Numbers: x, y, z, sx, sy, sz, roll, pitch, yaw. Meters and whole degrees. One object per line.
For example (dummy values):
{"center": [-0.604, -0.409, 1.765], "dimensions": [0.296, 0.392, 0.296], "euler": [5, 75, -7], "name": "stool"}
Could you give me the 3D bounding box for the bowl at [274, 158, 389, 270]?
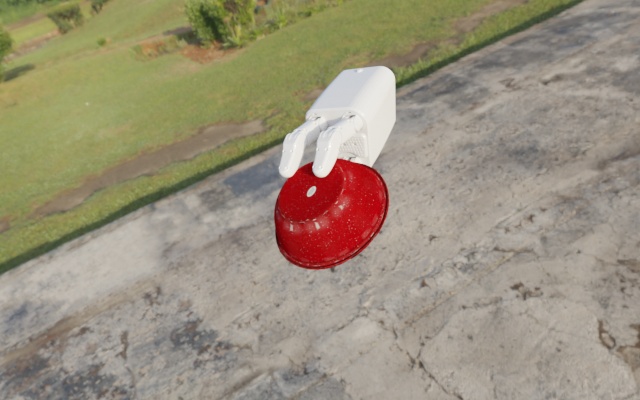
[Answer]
{"center": [0.000, 0.003, 0.590], "dimensions": [0.162, 0.162, 0.055], "euler": [0, -33, 33], "name": "bowl"}
